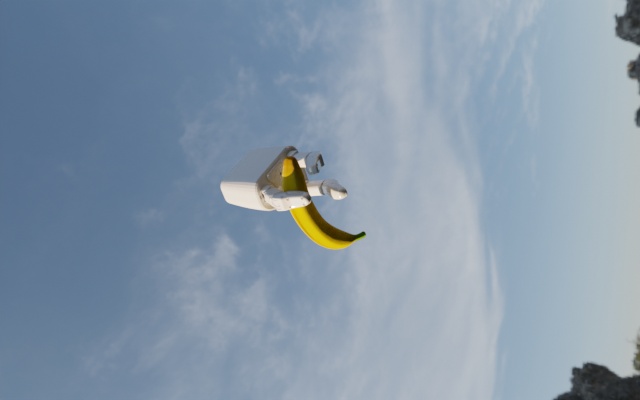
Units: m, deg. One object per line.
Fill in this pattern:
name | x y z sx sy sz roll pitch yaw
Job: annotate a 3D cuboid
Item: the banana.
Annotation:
banana | -0.008 0.019 0.741 0.198 0.069 0.037 47 -21 -31
